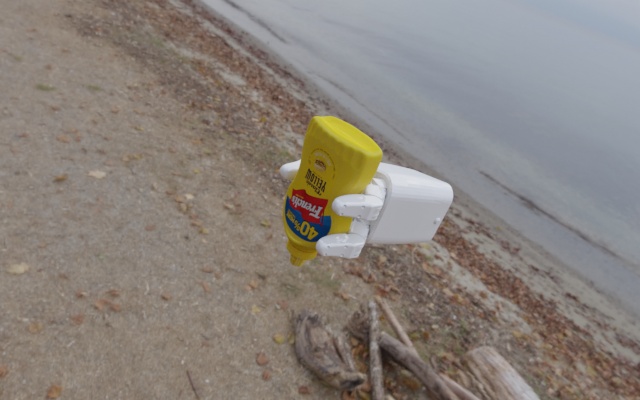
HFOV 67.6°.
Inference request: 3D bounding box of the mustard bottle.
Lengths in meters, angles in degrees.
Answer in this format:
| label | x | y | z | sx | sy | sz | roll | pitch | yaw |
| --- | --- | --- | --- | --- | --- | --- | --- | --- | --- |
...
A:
| label | x | y | z | sx | sy | sz | roll | pitch | yaw |
| --- | --- | --- | --- | --- | --- | --- | --- | --- | --- |
| mustard bottle | 0.000 | 0.002 | 0.579 | 0.058 | 0.192 | 0.096 | -12 | 42 | -47 |
